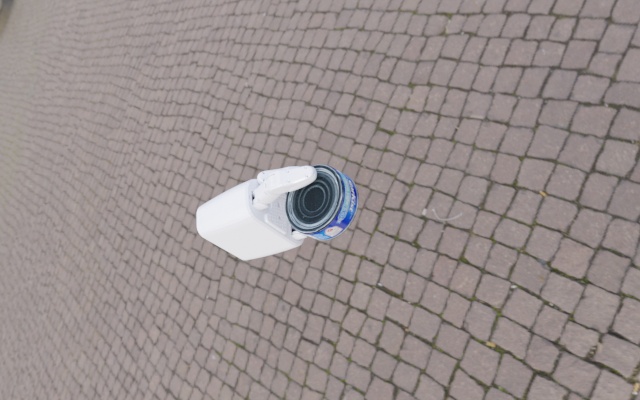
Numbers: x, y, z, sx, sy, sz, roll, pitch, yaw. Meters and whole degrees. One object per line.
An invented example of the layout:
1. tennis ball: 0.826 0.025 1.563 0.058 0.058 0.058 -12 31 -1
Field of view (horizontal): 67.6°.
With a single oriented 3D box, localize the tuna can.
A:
1. tuna can: 0.000 0.002 0.559 0.086 0.086 0.034 0 -16 38
